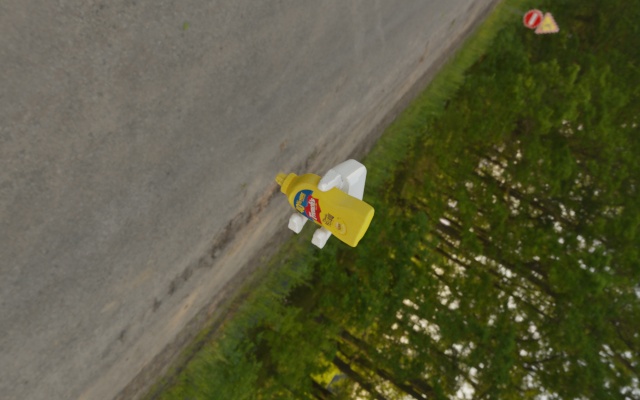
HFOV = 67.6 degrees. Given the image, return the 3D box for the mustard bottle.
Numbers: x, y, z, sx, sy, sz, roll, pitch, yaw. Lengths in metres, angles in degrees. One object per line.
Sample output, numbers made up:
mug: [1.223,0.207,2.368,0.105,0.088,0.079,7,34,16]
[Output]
mustard bottle: [0.000,0.003,0.877,0.191,0.058,0.096,31,-36,12]
